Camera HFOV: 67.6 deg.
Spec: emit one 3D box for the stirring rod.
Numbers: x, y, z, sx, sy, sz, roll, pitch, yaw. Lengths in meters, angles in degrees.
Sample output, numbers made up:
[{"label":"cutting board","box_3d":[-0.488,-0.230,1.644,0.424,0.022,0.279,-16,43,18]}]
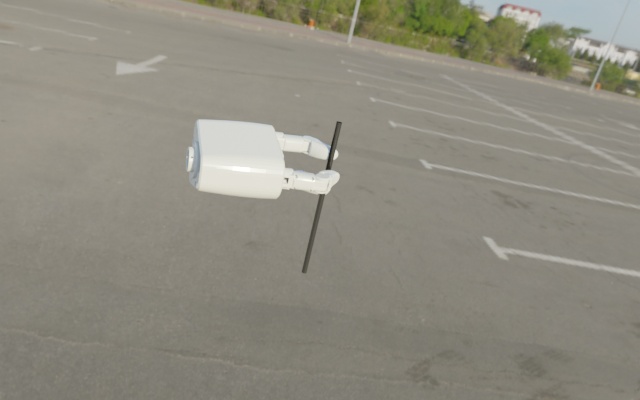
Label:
[{"label":"stirring rod","box_3d":[0.000,0.002,0.694,0.011,0.240,0.011,11,22,-5]}]
